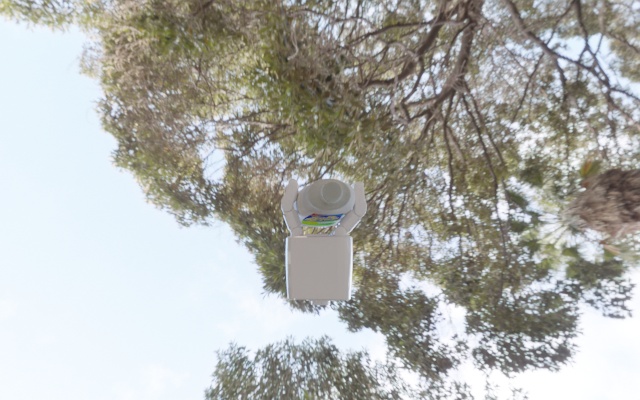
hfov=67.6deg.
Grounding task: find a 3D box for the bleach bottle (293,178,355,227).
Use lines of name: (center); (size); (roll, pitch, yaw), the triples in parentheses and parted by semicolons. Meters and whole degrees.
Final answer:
bleach bottle: (0.000, 0.003, 0.816); (0.102, 0.068, 0.251); (2, -8, -4)
